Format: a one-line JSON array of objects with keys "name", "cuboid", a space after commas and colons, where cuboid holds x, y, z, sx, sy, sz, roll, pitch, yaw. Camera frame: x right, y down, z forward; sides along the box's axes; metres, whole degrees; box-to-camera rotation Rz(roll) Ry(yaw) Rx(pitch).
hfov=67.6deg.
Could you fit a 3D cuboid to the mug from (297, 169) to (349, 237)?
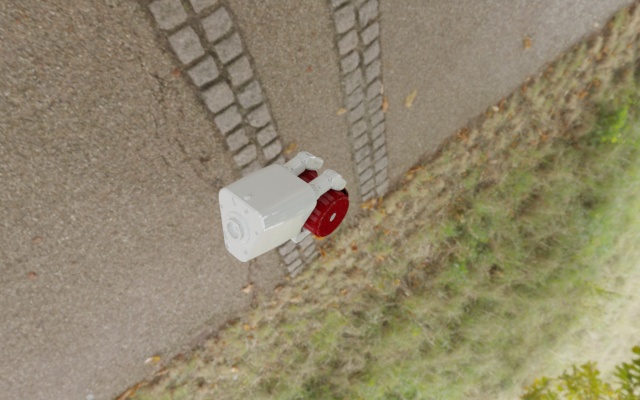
[{"name": "mug", "cuboid": [0.001, 0.002, 0.790, 0.081, 0.093, 0.117, 36, 43, 25]}]
